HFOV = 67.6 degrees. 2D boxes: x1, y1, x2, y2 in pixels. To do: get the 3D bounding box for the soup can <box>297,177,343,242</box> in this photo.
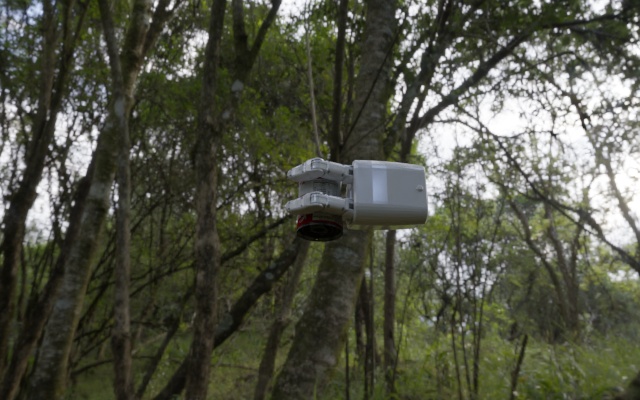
[{"bbox_3d":[0.000,0.002,0.716,0.068,0.102,0.068,1,-26,1],"label":"soup can"}]
